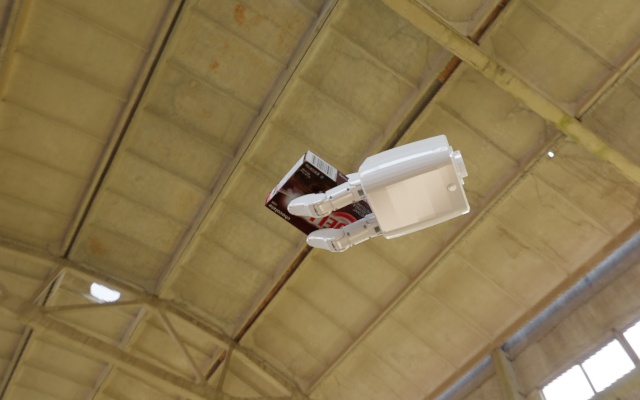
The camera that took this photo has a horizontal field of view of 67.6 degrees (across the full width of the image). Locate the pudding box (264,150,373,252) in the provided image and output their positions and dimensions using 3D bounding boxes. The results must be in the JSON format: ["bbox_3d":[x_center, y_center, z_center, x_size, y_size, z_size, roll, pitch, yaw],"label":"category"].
[{"bbox_3d":[0.000,0.002,0.614,0.113,0.090,0.039,37,29,-13],"label":"pudding box"}]
